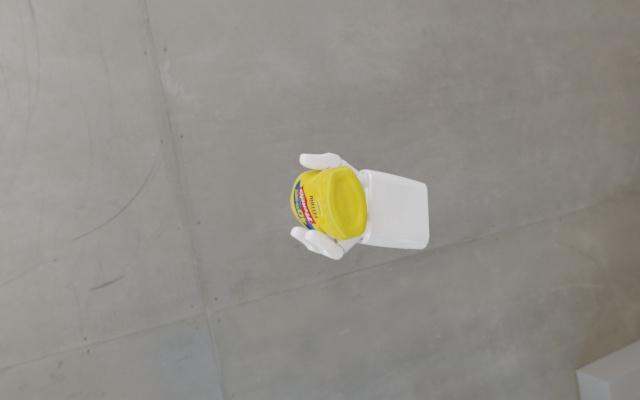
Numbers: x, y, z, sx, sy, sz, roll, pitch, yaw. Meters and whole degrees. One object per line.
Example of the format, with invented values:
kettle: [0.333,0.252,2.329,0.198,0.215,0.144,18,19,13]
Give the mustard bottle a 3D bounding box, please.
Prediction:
mustard bottle: [0.000,0.002,0.702,0.058,0.096,0.191,-17,7,-21]
